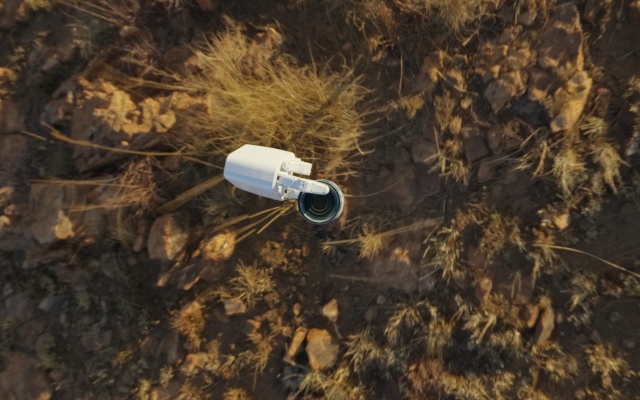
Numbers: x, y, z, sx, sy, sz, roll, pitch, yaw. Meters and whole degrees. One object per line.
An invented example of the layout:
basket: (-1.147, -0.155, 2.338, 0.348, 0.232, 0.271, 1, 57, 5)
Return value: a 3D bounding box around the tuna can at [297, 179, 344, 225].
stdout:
tuna can: (0.000, 0.003, 0.898, 0.086, 0.086, 0.034, 0, 2, 9)
